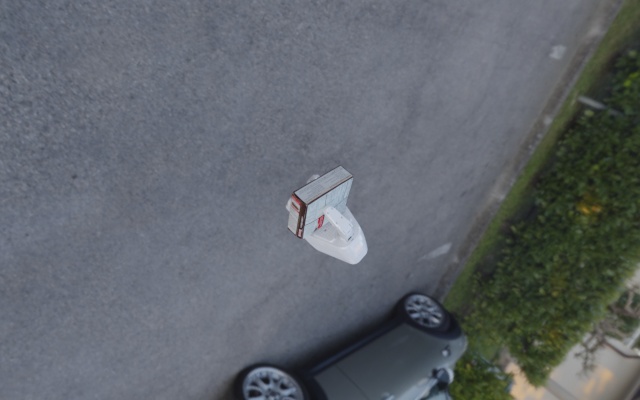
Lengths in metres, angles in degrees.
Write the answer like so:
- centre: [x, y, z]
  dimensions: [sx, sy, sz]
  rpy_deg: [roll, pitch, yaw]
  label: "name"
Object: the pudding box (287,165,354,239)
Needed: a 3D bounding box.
- centre: [0.000, 0.003, 0.796]
  dimensions: [0.039, 0.090, 0.113]
  rpy_deg: [38, 52, 25]
  label: "pudding box"
